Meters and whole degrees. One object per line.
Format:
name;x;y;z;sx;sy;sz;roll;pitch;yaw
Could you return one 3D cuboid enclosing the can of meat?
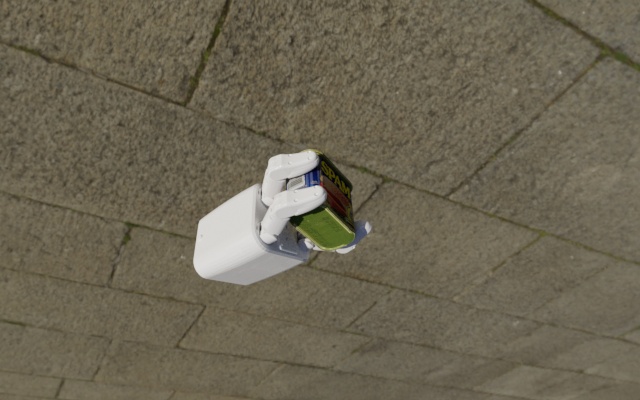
can of meat;0.000;0.002;0.585;0.057;0.083;0.102;-24;-44;23
